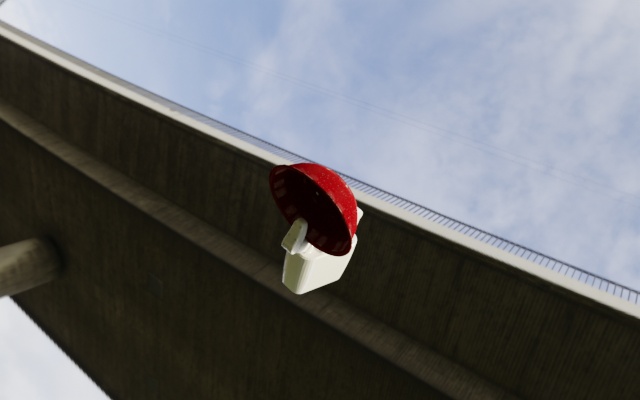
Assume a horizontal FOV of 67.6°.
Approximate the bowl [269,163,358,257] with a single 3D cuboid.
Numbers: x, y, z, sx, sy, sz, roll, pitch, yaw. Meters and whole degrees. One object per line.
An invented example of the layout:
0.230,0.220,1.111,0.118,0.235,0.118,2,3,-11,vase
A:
0.001,0.001,0.687,0.055,0.162,0.162,-41,21,-26,bowl
